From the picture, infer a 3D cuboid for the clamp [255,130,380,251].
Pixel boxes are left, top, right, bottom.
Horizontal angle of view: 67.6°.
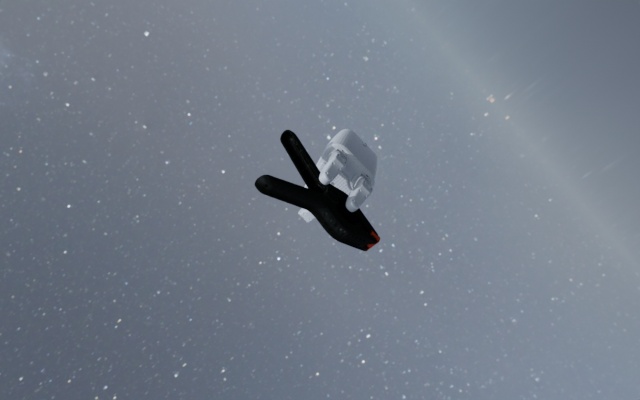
[{"bbox_3d":[0.000,0.003,0.669,0.036,0.210,0.164,-40,10,28],"label":"clamp"}]
